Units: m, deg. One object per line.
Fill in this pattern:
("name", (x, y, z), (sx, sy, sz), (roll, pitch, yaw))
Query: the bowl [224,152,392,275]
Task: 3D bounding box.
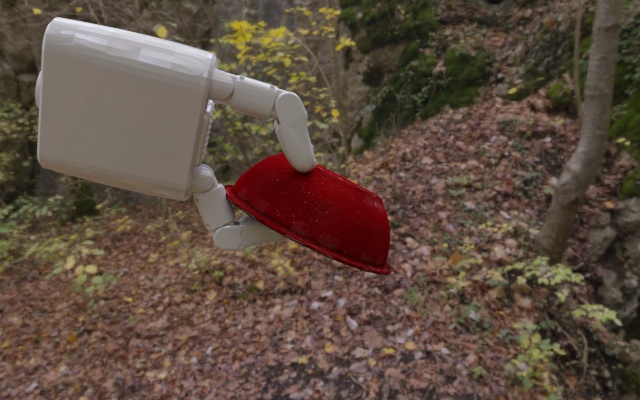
("bowl", (0.001, 0.001, 0.413), (0.162, 0.055, 0.162), (27, 5, -2))
